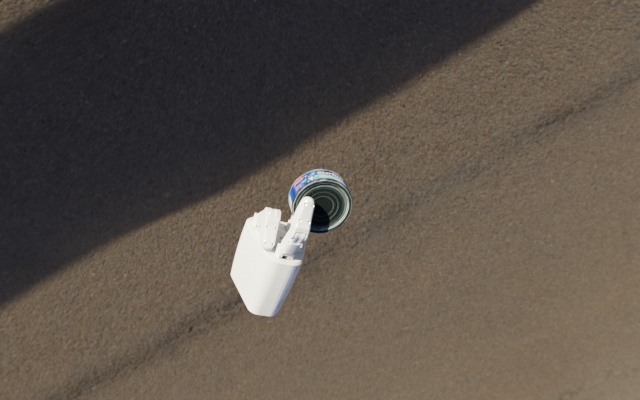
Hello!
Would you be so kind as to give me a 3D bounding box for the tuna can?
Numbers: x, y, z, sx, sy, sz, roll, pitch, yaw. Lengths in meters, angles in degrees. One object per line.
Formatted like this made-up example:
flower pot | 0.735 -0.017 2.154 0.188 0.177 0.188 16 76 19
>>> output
tuna can | 0.000 0.002 0.658 0.086 0.086 0.033 0 27 -11
